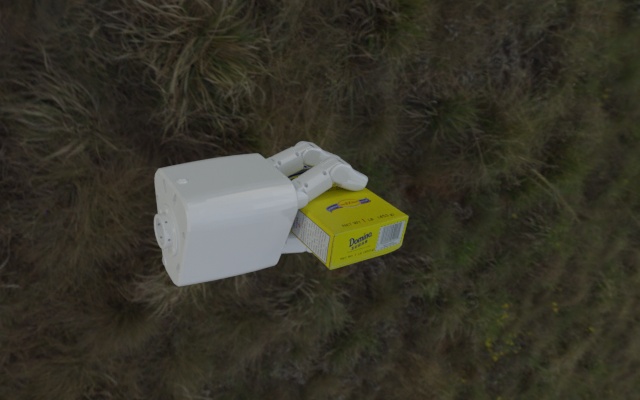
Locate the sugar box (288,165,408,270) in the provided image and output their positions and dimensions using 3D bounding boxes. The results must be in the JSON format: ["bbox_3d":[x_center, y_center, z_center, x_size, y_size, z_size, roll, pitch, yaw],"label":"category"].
[{"bbox_3d":[0.000,0.001,0.514,0.093,0.048,0.176,-11,34,-33],"label":"sugar box"}]
